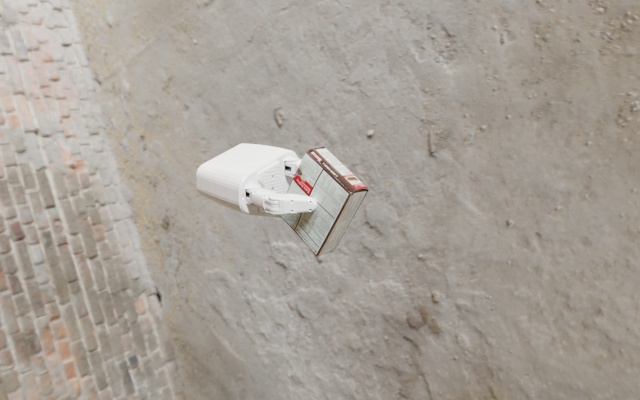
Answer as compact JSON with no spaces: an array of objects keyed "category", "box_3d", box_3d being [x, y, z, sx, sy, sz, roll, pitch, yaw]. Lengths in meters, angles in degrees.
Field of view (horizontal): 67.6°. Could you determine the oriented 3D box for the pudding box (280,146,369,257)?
[{"category":"pudding box","box_3d":[0.000,0.002,0.616,0.039,0.113,0.090,-17,53,-45]}]
